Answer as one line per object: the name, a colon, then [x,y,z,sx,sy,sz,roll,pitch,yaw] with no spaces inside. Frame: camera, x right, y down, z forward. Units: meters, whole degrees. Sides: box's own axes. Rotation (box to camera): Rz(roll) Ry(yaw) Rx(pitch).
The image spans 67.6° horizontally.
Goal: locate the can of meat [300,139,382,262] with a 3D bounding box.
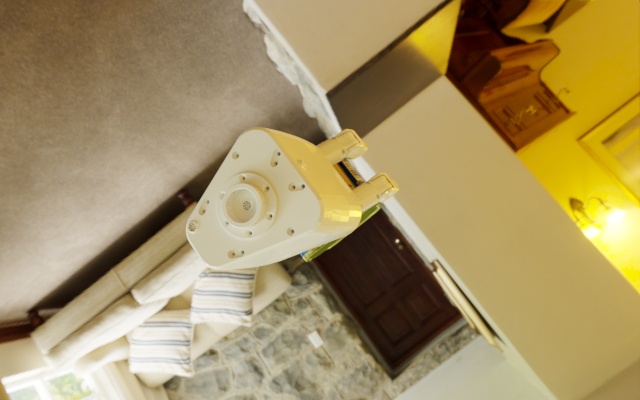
can of meat: [0.000,0.002,0.498,0.102,0.084,0.057,-39,-13,9]
